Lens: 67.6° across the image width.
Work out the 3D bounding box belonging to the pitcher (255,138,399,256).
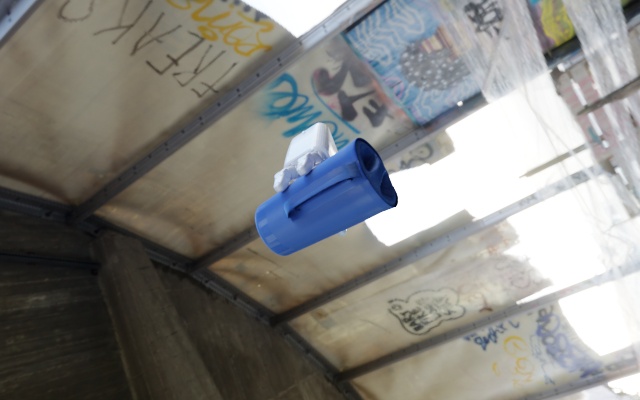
[{"bbox_3d":[0.000,0.003,0.837,0.243,0.149,0.145,-30,31,24],"label":"pitcher"}]
